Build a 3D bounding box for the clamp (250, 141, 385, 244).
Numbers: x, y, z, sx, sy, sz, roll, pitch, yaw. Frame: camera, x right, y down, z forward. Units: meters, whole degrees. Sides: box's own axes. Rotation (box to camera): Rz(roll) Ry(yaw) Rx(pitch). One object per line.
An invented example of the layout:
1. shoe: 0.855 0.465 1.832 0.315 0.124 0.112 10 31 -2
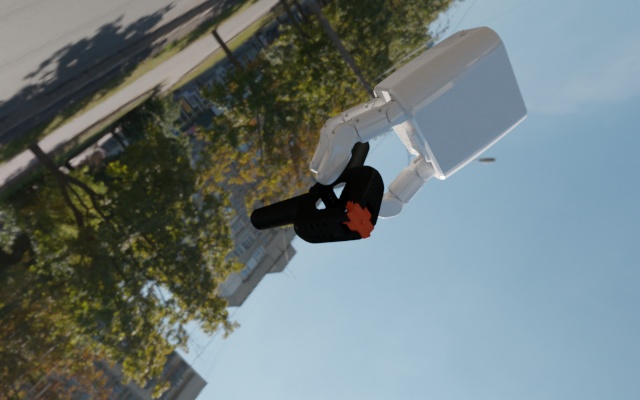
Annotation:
1. clamp: 0.001 0.002 0.474 0.164 0.036 0.210 -36 18 3
